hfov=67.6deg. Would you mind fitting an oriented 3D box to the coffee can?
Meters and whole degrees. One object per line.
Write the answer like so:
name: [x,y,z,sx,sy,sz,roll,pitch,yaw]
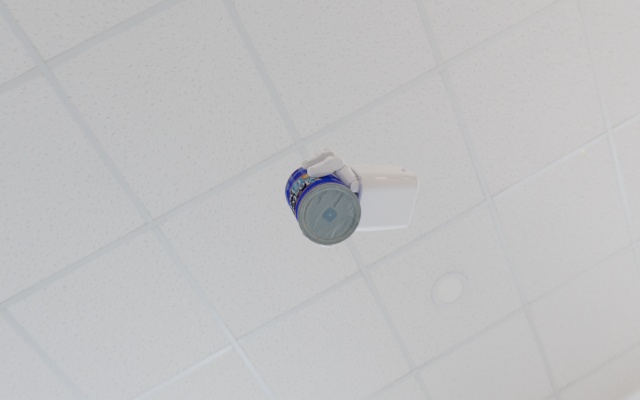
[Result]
coffee can: [0.000,0.003,0.814,0.103,0.103,0.140,0,17,-13]
